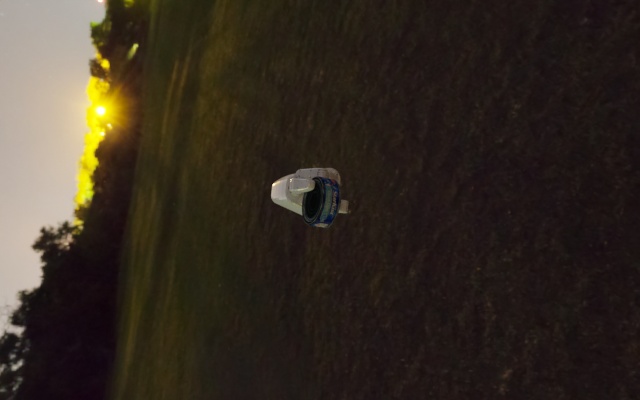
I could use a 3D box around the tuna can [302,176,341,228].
[{"bbox_3d":[0.000,0.003,0.813,0.034,0.086,0.086,11,-5,-25],"label":"tuna can"}]
